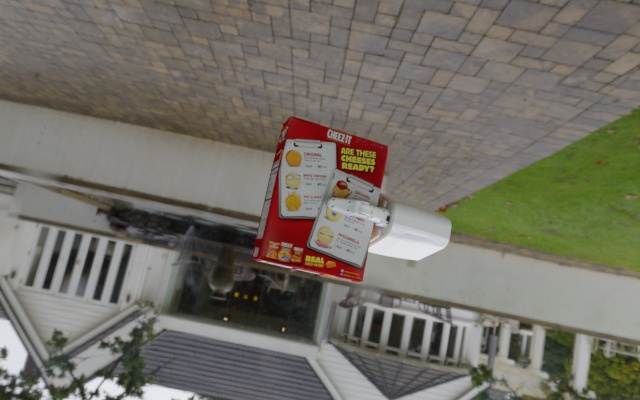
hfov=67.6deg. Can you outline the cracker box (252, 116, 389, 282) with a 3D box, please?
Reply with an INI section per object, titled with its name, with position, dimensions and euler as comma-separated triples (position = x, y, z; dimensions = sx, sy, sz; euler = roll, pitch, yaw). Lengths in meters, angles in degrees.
[cracker box]
position = 0.000, 0.003, 0.725
dimensions = 0.164, 0.213, 0.072
euler = 15, -9, -18
